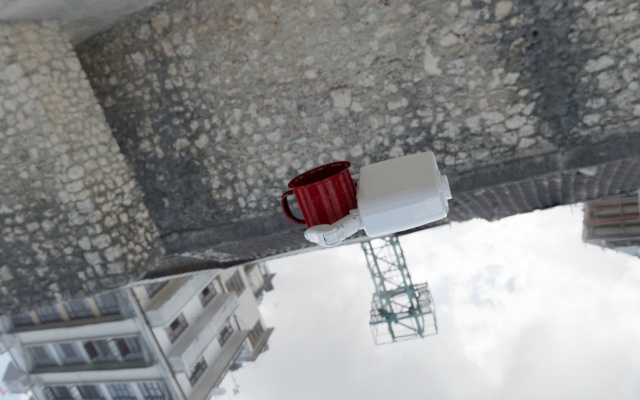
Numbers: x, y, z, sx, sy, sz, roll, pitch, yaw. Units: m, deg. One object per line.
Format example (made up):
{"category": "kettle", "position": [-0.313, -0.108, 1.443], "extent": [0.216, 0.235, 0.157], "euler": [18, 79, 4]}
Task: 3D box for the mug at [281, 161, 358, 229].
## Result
{"category": "mug", "position": [-0.001, 0.003, 0.672], "extent": [0.117, 0.081, 0.093], "euler": [-15, 16, 19]}
